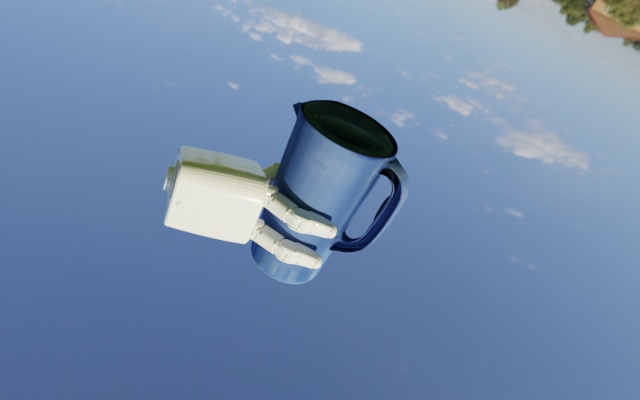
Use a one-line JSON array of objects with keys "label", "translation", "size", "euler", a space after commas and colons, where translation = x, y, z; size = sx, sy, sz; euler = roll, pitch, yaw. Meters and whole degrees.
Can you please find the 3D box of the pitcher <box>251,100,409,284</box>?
[{"label": "pitcher", "translation": [0.000, 0.002, 0.641], "size": [0.145, 0.243, 0.149], "euler": [13, 34, -21]}]
